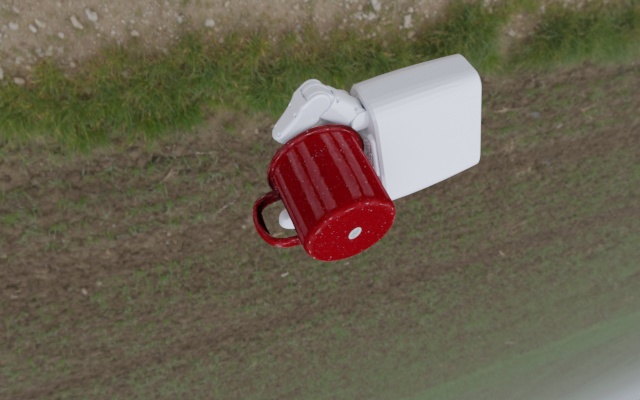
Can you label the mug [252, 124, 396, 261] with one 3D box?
[{"bbox_3d":[-0.001,0.002,0.403,0.117,0.081,0.093,-21,-33,-8],"label":"mug"}]
